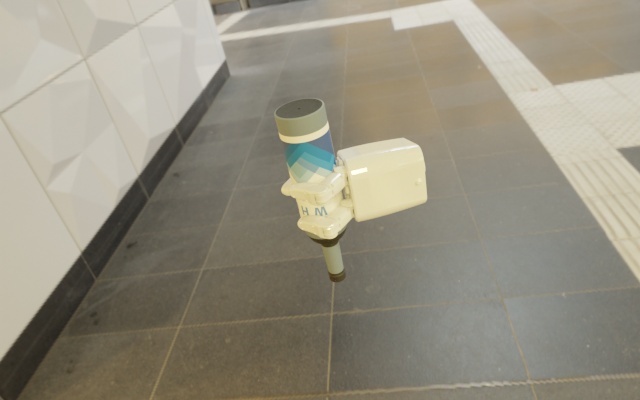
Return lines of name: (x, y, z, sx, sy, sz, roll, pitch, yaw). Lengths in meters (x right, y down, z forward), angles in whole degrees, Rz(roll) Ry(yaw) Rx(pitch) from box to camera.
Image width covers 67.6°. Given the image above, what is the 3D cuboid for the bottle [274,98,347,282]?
bottle: (0.000, 0.002, 0.694, 0.069, 0.296, 0.069, -9, 32, 6)
